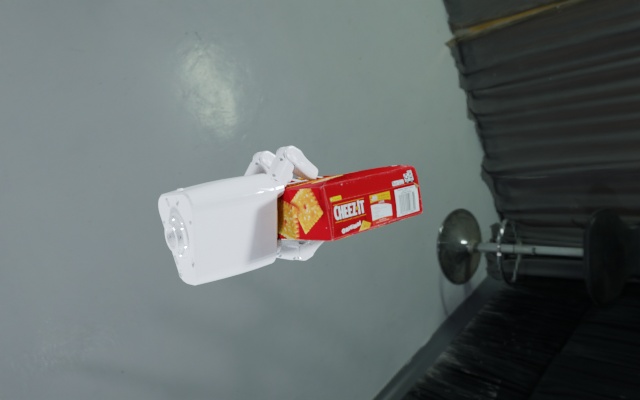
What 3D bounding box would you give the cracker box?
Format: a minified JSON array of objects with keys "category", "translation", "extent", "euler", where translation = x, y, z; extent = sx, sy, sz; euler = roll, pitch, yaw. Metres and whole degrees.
[{"category":"cracker box","translation":[0.000,0.002,0.641],"extent":[0.164,0.072,0.213],"euler":[-14,7,-39]}]
